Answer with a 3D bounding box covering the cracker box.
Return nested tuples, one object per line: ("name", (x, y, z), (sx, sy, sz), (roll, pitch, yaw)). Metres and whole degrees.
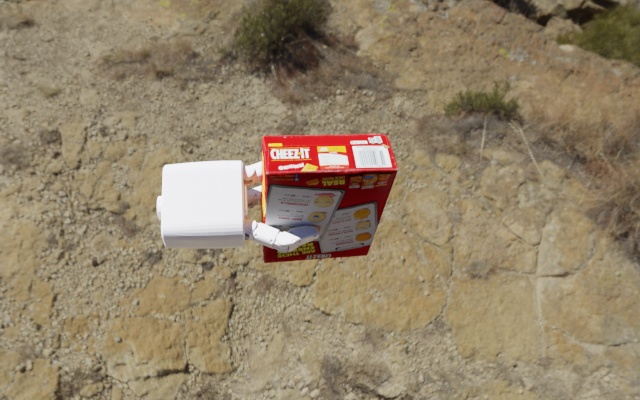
("cracker box", (0.000, 0.002, 0.667), (0.164, 0.072, 0.214), (-3, -36, -9))
